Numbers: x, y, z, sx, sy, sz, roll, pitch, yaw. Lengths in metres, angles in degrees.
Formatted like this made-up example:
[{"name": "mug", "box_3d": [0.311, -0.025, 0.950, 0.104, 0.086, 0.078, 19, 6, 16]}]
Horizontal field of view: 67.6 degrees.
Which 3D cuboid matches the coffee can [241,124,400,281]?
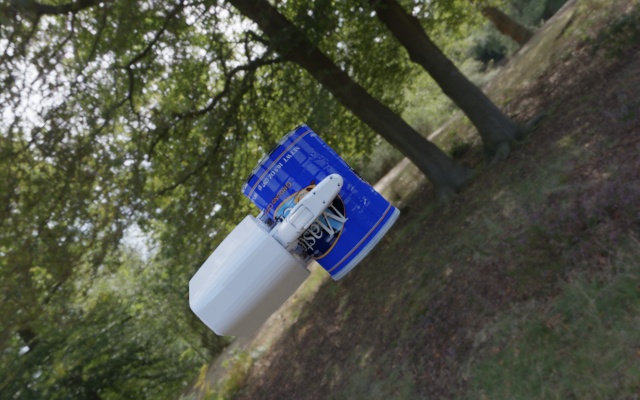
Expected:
[{"name": "coffee can", "box_3d": [0.000, 0.002, 0.517, 0.140, 0.103, 0.103, 43, 1, 1]}]
